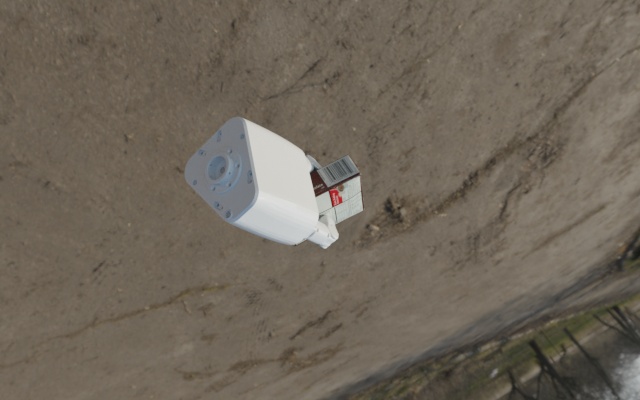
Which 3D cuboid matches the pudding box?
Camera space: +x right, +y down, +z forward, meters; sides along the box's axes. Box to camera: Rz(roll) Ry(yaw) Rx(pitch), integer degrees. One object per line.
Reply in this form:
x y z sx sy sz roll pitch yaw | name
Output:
0.000 0.002 0.622 0.113 0.039 0.090 -26 -32 -8 | pudding box
